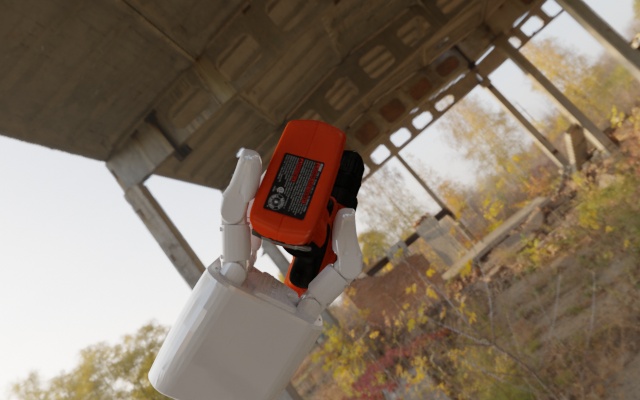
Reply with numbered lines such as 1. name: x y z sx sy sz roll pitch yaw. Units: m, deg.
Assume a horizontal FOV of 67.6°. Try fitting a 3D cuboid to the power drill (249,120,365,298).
1. power drill: 0.000 0.002 0.462 0.057 0.184 0.188 13 -19 14
